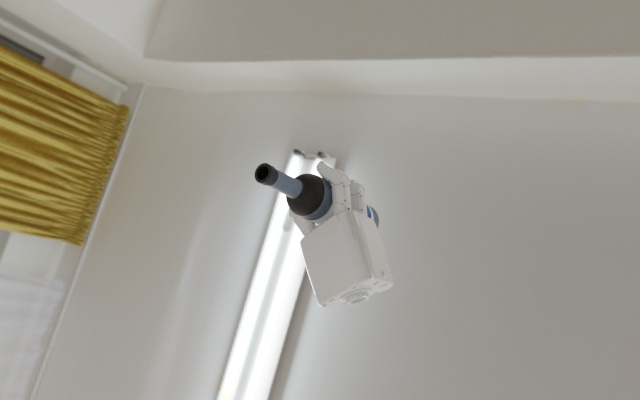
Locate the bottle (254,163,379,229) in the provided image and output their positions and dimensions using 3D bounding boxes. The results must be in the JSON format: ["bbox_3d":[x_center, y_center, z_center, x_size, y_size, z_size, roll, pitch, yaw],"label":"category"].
[{"bbox_3d":[0.000,0.002,0.734,0.069,0.069,0.296,0,-15,32],"label":"bottle"}]
